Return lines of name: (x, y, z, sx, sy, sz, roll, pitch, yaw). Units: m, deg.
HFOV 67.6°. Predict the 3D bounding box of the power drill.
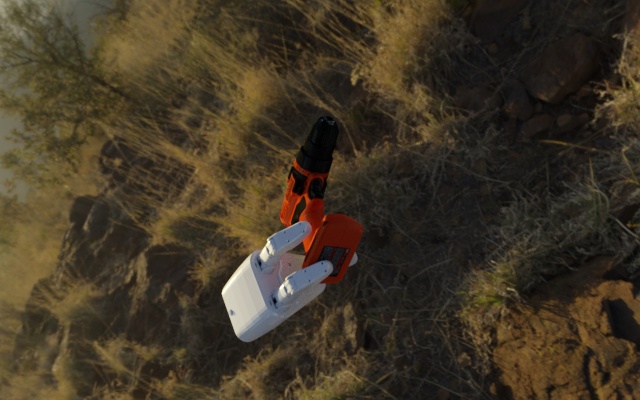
power drill: (0.000, 0.003, 0.640, 0.057, 0.184, 0.187, 7, 34, -19)
